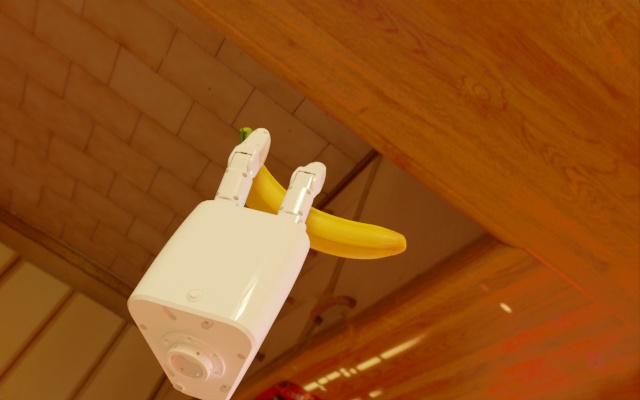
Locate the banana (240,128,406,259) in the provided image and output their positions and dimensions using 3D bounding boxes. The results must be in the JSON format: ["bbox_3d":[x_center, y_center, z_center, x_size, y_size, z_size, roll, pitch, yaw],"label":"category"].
[{"bbox_3d":[-0.012,0.012,0.471,0.198,0.070,0.037,34,33,-5],"label":"banana"}]
